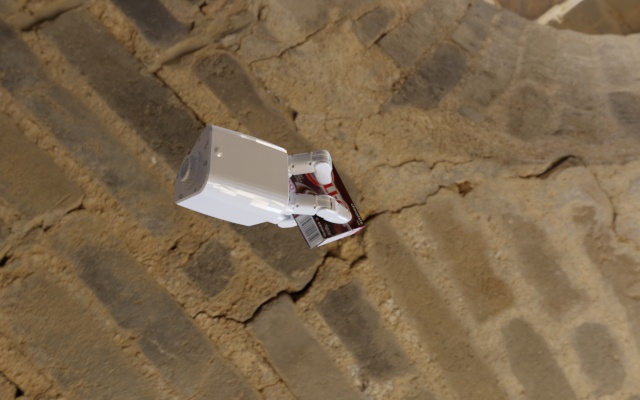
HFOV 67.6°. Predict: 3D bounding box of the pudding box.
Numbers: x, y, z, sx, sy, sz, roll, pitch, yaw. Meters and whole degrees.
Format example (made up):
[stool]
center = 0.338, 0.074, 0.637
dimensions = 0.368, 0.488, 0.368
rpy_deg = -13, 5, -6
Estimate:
[pudding box]
center = 0.000, 0.002, 0.658
dimensions = 0.090, 0.113, 0.039
rpy_deg = -15, -15, -46
